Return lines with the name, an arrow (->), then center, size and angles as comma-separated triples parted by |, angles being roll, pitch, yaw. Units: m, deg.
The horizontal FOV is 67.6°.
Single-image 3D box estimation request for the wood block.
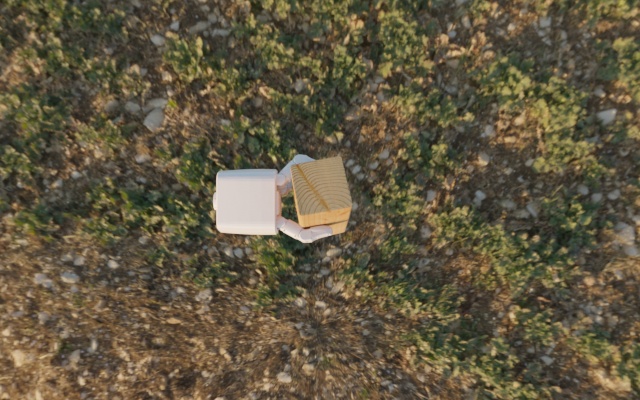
wood block -> 0.000, 0.003, 0.874 | 0.090, 0.090, 0.206 | -11, -15, -3
